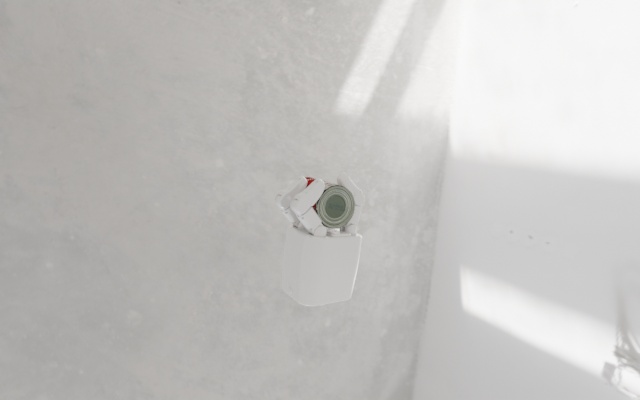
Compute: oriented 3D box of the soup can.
[{"bbox_3d":[0.000,0.002,0.752,0.068,0.068,0.102,0,9,-28],"label":"soup can"}]
